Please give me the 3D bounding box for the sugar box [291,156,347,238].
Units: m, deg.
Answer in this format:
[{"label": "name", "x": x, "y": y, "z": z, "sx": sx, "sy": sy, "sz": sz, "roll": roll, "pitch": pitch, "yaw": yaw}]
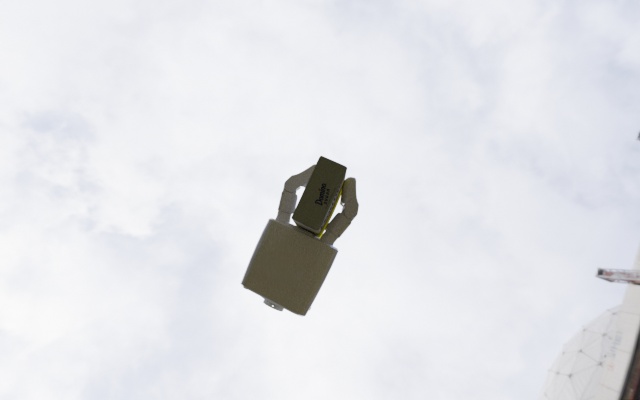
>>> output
[{"label": "sugar box", "x": 0.001, "y": 0.003, "z": 0.689, "sx": 0.048, "sy": 0.093, "sz": 0.176, "roll": 25, "pitch": -6, "yaw": 1}]
